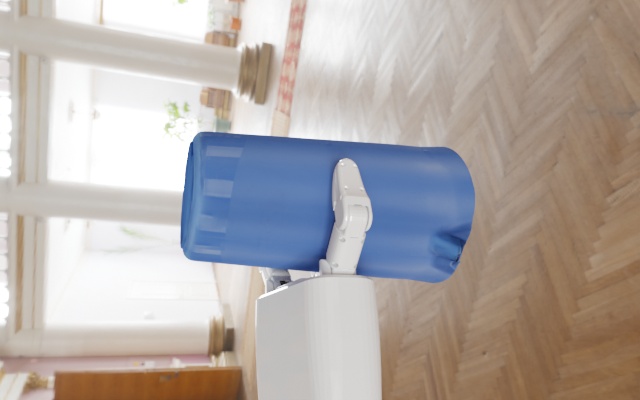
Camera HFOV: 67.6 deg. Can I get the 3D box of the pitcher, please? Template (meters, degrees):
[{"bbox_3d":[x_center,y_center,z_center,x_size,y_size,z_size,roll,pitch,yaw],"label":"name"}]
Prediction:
[{"bbox_3d":[0.000,0.002,0.441,0.243,0.145,0.149,5,-23,-19],"label":"pitcher"}]
